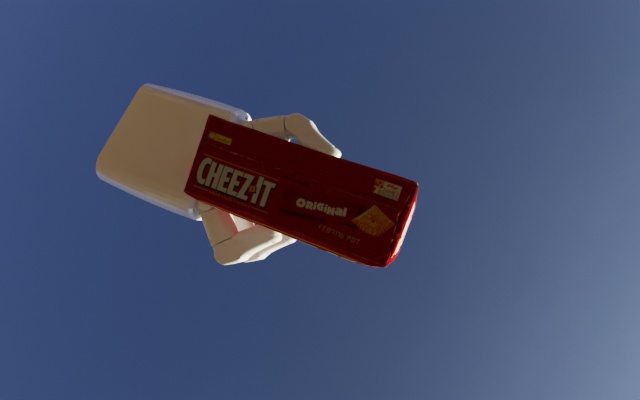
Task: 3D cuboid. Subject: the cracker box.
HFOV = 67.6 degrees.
[{"bbox_3d":[0.000,0.001,0.439,0.164,0.072,0.214,19,-1,12],"label":"cracker box"}]
